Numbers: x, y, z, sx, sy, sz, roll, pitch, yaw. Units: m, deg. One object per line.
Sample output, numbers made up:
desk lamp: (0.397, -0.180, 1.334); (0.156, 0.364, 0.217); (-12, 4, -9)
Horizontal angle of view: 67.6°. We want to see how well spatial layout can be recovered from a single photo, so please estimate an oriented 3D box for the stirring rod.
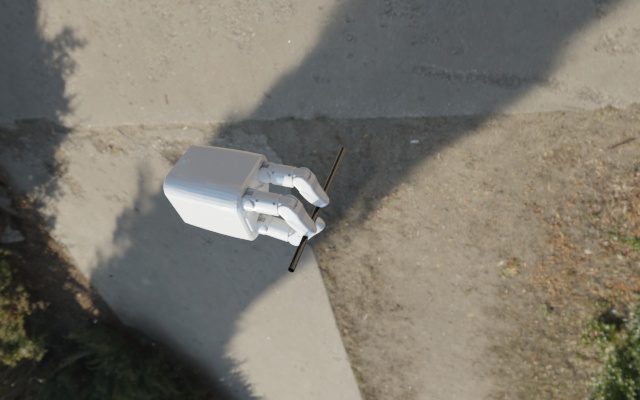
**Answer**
stirring rod: (0.000, 0.002, 0.641); (0.011, 0.011, 0.239); (0, 41, 23)
